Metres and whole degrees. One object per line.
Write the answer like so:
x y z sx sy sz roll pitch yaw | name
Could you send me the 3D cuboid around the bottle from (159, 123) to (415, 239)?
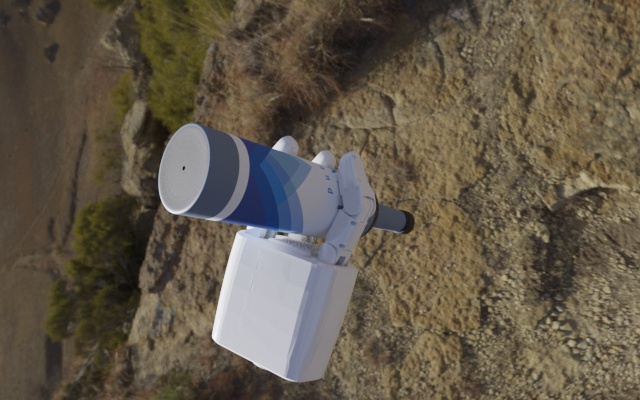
0.000 0.001 0.445 0.069 0.069 0.296 0 -10 42 | bottle
